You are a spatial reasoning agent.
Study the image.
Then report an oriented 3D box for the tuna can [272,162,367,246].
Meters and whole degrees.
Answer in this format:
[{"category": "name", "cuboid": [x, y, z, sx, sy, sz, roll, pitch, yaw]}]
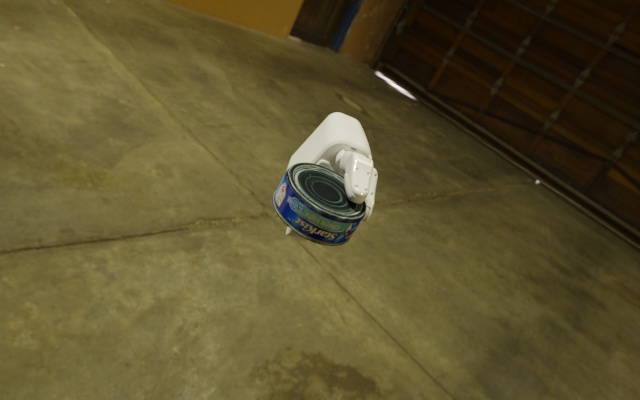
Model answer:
[{"category": "tuna can", "cuboid": [0.000, 0.001, 0.453, 0.086, 0.034, 0.086, 23, 30, -14]}]
